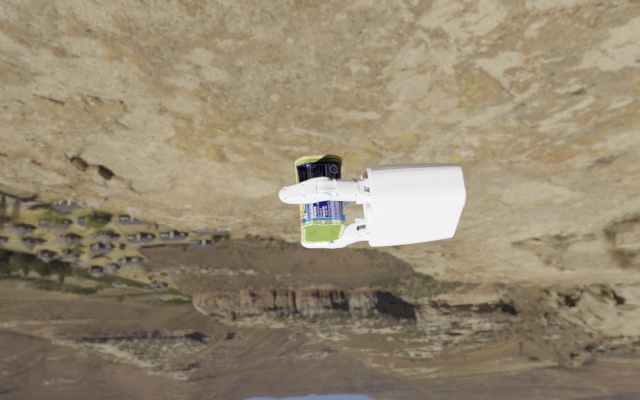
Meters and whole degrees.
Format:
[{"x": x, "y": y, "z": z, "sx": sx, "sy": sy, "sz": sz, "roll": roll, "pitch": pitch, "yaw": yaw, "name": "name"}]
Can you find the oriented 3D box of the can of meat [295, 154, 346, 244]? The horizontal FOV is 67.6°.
[{"x": 0.000, "y": 0.002, "z": 0.589, "sx": 0.057, "sy": 0.084, "sz": 0.102, "roll": -3, "pitch": -17, "yaw": -3, "name": "can of meat"}]
